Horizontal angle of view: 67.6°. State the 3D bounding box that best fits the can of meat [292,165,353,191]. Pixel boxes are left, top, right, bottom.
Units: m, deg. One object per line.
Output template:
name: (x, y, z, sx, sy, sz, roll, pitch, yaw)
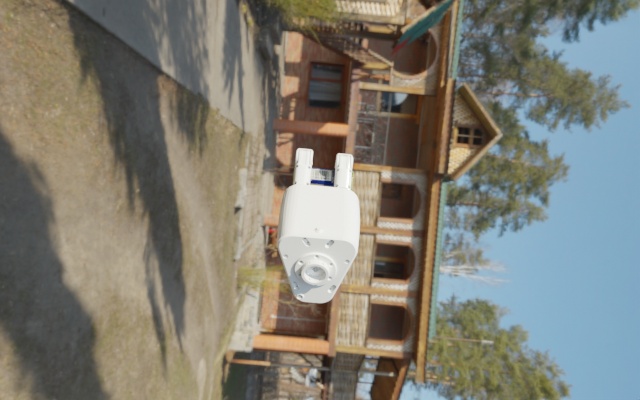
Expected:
can of meat: (0.000, 0.002, 0.684, 0.084, 0.102, 0.057, 5, 31, -1)
